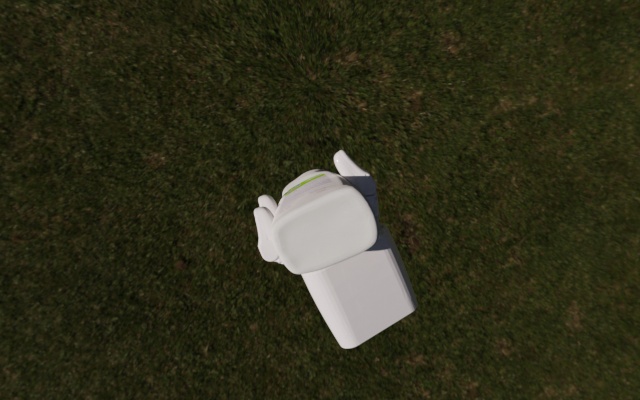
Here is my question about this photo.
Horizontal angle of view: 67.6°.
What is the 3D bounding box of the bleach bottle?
[{"bbox_3d":[0.000,0.002,0.560,0.102,0.068,0.250,-24,13,5],"label":"bleach bottle"}]
